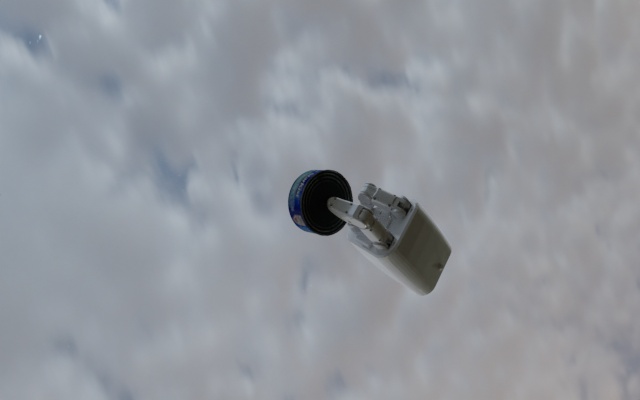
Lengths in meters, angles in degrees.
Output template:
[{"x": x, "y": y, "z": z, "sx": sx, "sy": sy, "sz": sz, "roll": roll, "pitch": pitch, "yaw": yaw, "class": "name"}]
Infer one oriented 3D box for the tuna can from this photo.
[{"x": 0.000, "y": 0.002, "z": 0.627, "sx": 0.086, "sy": 0.086, "sz": 0.034, "roll": 0, "pitch": 4, "yaw": -38, "class": "tuna can"}]
